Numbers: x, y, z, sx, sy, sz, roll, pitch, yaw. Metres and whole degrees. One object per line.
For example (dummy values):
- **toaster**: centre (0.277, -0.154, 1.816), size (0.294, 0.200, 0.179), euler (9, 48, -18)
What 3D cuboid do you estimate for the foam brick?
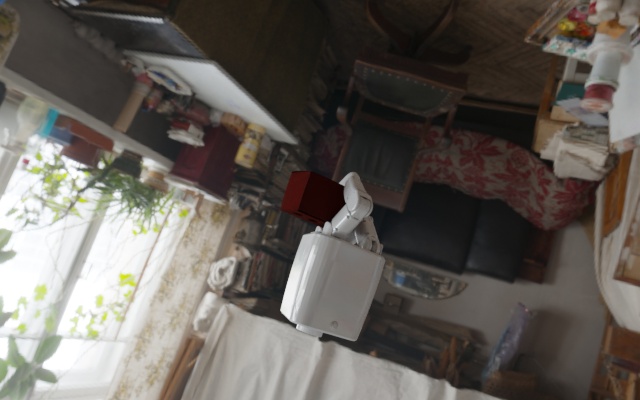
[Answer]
- **foam brick**: centre (0.000, 0.002, 0.581), size (0.078, 0.051, 0.053), euler (24, -10, -26)
